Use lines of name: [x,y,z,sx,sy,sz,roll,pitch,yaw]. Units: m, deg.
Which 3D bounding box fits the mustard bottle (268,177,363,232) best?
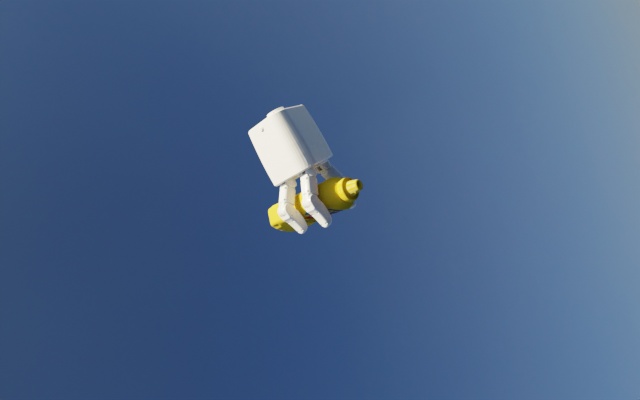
mustard bottle: [0.000,0.003,0.832,0.096,0.058,0.192,2,-20,-43]
